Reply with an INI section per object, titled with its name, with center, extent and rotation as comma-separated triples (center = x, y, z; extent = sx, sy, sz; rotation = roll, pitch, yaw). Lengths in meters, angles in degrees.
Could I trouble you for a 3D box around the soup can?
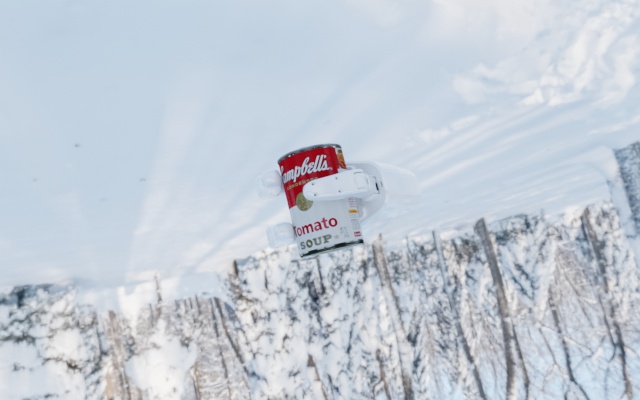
[soup can]
center = 0.000, 0.002, 0.482
extent = 0.068, 0.102, 0.068
rotation = -13, -8, -2
